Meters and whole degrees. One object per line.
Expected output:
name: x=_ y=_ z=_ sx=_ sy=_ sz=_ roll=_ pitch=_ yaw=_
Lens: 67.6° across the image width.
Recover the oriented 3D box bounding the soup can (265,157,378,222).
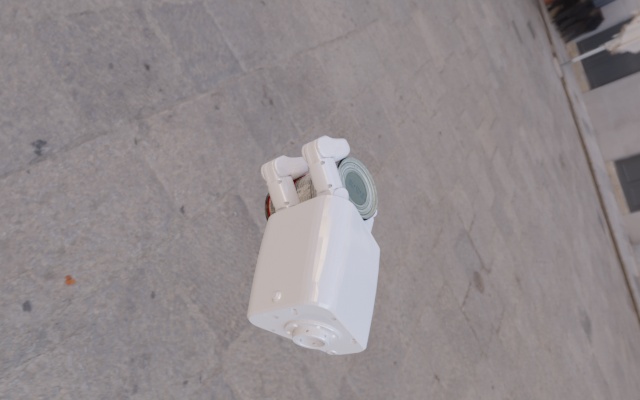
soup can: x=0.000 y=0.001 z=0.504 sx=0.102 sy=0.068 sz=0.068 roll=-21 pitch=-13 yaw=36
